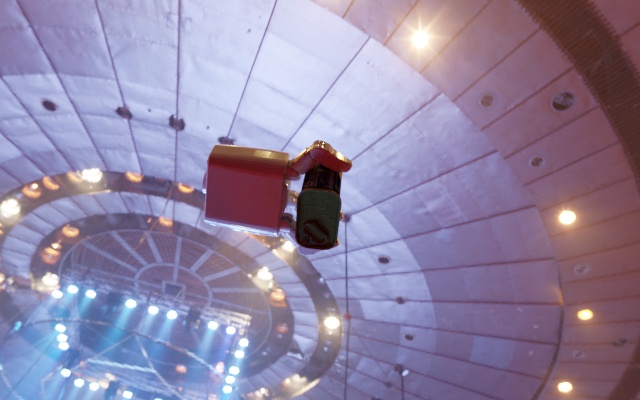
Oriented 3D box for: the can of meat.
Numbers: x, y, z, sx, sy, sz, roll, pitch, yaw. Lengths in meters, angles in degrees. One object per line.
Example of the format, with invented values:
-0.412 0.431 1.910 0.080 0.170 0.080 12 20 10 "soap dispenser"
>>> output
0.000 0.002 0.655 0.057 0.102 0.084 6 38 2 "can of meat"
